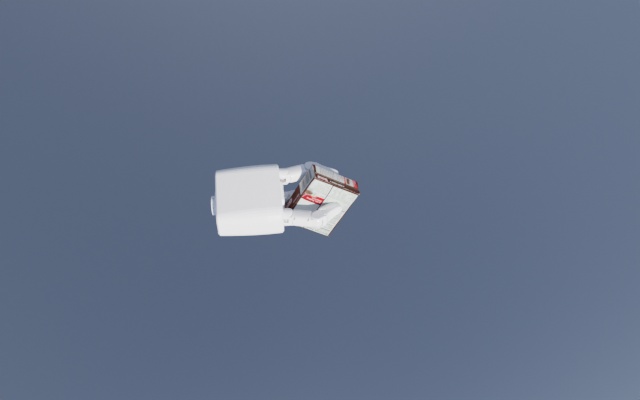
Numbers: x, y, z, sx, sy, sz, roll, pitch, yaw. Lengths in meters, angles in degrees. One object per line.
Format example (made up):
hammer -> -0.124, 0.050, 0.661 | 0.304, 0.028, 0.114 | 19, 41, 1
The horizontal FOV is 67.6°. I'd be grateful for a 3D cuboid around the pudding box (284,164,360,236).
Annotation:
pudding box -> 0.000, 0.003, 0.815 | 0.090, 0.039, 0.113 | 20, -53, -23
